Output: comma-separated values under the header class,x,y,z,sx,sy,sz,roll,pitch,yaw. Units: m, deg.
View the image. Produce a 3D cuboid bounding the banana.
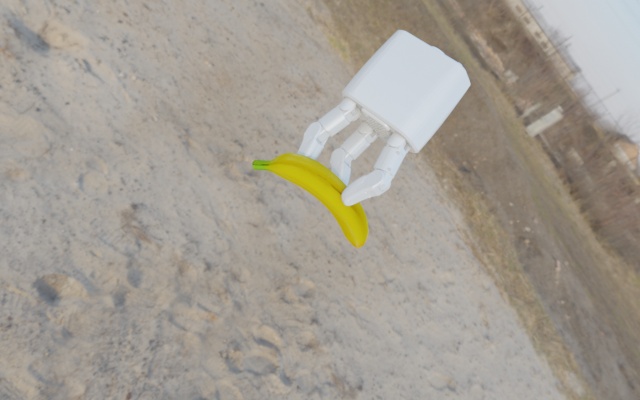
class,x,y,z,sx,sy,sz,roll,pitch,yaw
banana,0.010,-0.002,0.597,0.198,0.037,0.069,40,-31,-28
